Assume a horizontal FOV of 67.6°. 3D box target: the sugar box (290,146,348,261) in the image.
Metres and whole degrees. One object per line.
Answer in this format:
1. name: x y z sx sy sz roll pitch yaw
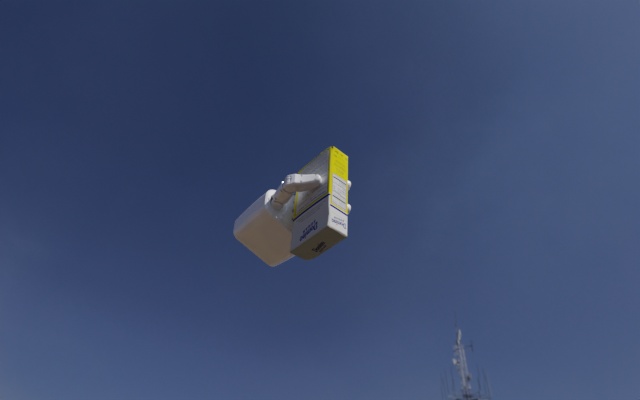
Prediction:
1. sugar box: 0.000 0.003 0.771 0.048 0.176 0.093 30 -48 -29
